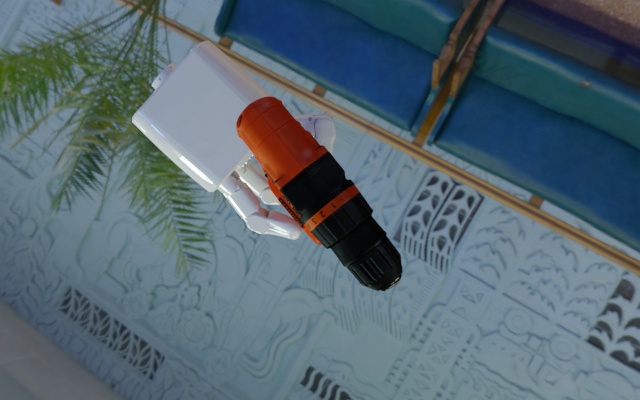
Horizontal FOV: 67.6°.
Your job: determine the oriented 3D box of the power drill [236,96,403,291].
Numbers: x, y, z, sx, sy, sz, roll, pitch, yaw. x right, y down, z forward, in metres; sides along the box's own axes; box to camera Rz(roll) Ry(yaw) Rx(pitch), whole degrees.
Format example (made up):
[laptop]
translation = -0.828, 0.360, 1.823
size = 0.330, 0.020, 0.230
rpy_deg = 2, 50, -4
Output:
[power drill]
translation = 0.000, 0.001, 0.451
size = 0.057, 0.184, 0.188
rpy_deg = -37, -4, -6
